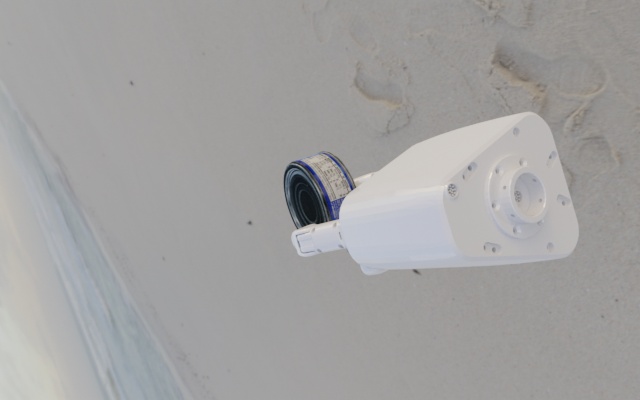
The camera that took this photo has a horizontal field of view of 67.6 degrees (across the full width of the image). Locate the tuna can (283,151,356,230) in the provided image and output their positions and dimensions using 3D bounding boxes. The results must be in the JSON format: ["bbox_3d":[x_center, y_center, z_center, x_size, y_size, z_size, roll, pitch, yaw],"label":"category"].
[{"bbox_3d":[0.000,0.002,0.429,0.034,0.086,0.086,-20,9,-24],"label":"tuna can"}]
